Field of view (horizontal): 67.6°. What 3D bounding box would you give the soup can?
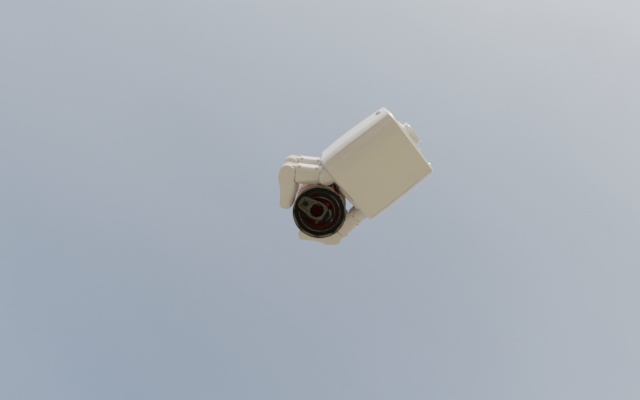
[{"bbox_3d":[0.000,0.002,0.647,0.068,0.068,0.102,0,15,2],"label":"soup can"}]
